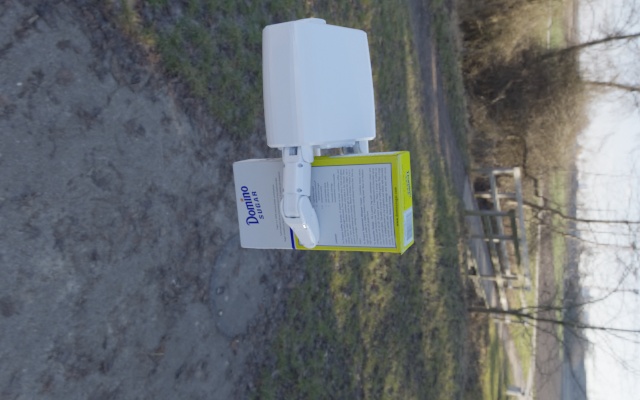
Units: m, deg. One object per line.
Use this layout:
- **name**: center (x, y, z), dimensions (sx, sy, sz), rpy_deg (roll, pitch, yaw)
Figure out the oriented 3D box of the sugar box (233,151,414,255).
- **sugar box**: center (0.000, 0.001, 0.477), dimensions (0.176, 0.093, 0.048), rpy_deg (1, 10, 27)
